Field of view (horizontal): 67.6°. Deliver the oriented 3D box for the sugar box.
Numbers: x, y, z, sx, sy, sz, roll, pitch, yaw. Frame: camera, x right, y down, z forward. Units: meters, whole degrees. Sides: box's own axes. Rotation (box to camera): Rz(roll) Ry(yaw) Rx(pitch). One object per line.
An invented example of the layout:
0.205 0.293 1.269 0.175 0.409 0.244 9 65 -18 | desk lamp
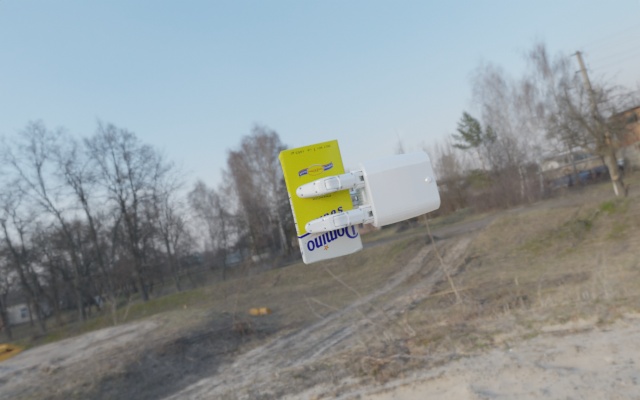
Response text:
0.000 0.002 0.739 0.093 0.176 0.048 -14 -4 -8 | sugar box
